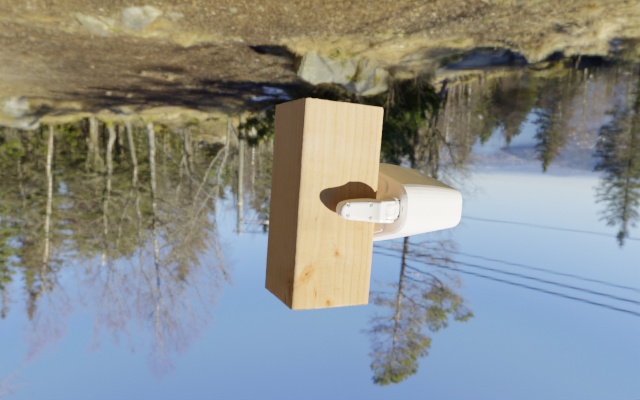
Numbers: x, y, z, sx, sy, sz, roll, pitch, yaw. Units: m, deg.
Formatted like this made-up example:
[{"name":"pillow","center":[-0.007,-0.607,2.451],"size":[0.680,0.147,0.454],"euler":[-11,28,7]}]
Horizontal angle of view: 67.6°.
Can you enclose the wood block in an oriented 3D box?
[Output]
[{"name":"wood block","center":[0.001,0.002,0.514],"size":[0.090,0.206,0.091],"euler":[2,5,-25]}]
